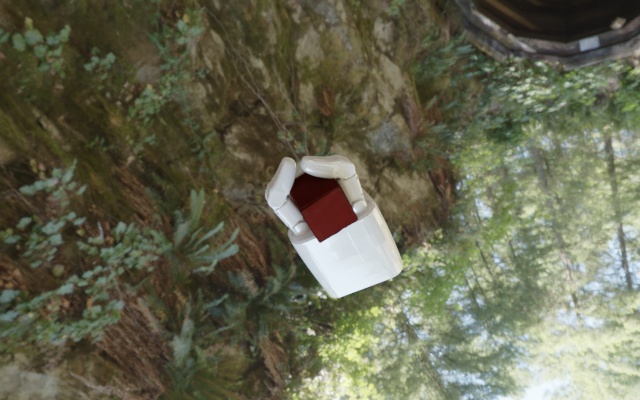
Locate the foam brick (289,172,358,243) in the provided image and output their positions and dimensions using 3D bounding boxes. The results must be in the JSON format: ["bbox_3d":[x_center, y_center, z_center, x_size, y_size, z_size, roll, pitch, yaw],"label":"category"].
[{"bbox_3d":[0.000,0.002,0.550,0.053,0.051,0.078,-31,28,-2],"label":"foam brick"}]
